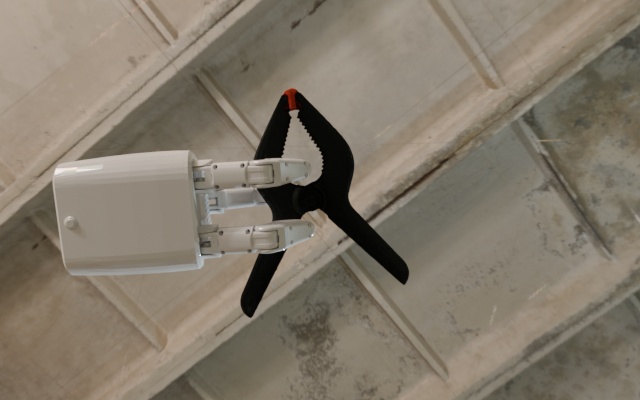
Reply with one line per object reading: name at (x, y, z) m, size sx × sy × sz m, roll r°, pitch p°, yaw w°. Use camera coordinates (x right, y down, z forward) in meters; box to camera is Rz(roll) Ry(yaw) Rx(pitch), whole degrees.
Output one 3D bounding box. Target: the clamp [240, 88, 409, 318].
clamp at (0.000, 0.001, 0.450) m, size 0.164 × 0.210 × 0.036 m, roll -4°, pitch 8°, yaw -7°
